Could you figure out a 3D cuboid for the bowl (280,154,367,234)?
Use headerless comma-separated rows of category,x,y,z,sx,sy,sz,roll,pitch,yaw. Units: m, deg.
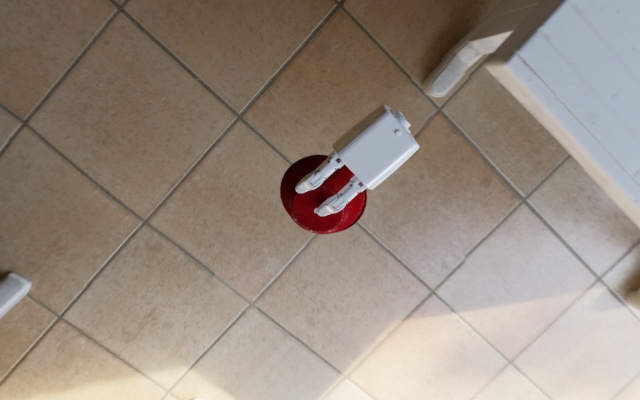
bowl,-0.001,0.004,0.850,0.162,0.162,0.055,0,28,12
